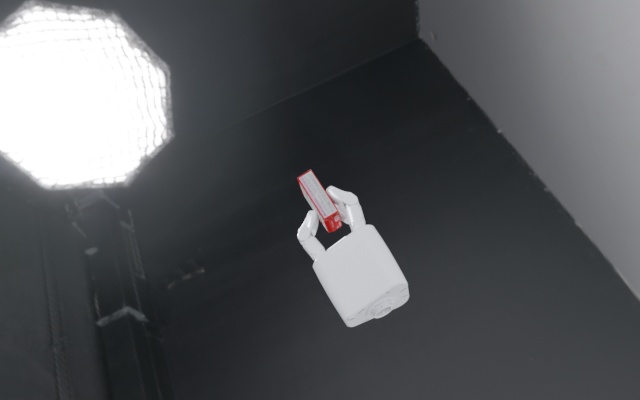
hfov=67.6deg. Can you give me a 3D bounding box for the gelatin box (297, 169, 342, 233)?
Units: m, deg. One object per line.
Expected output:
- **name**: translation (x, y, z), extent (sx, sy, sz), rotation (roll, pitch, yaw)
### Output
- **gelatin box**: translation (0.000, 0.003, 0.779), extent (0.030, 0.089, 0.073), rotation (-32, -19, -5)
